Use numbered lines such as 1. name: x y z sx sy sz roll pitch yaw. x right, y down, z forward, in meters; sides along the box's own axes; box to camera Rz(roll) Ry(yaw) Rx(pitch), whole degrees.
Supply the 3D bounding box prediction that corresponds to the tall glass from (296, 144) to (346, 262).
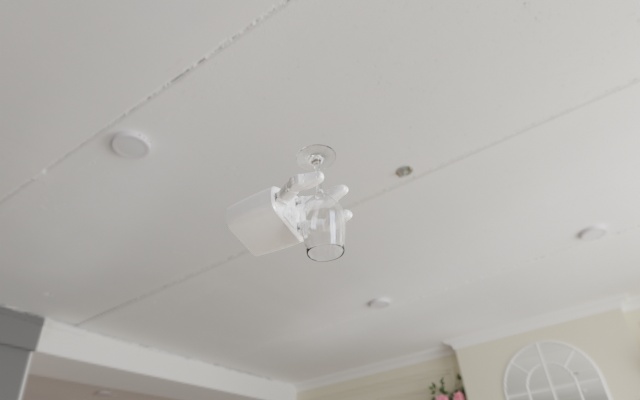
1. tall glass: 0.000 0.002 0.825 0.079 0.201 0.079 -4 -34 -3
